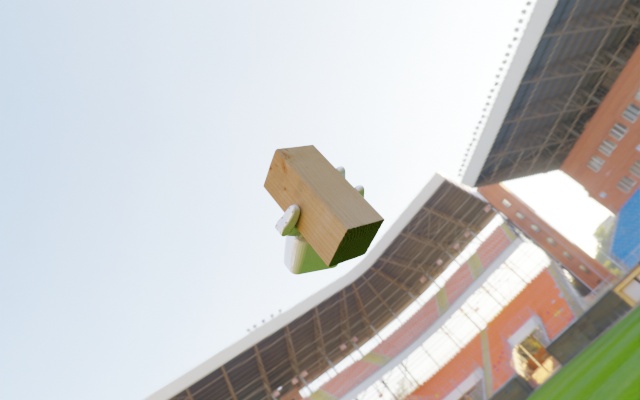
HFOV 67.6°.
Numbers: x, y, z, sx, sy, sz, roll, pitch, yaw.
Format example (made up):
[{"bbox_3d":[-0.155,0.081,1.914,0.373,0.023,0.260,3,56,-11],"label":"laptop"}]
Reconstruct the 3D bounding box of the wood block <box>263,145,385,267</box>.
[{"bbox_3d":[0.000,0.003,0.826,0.091,0.090,0.206,-13,50,-40],"label":"wood block"}]
